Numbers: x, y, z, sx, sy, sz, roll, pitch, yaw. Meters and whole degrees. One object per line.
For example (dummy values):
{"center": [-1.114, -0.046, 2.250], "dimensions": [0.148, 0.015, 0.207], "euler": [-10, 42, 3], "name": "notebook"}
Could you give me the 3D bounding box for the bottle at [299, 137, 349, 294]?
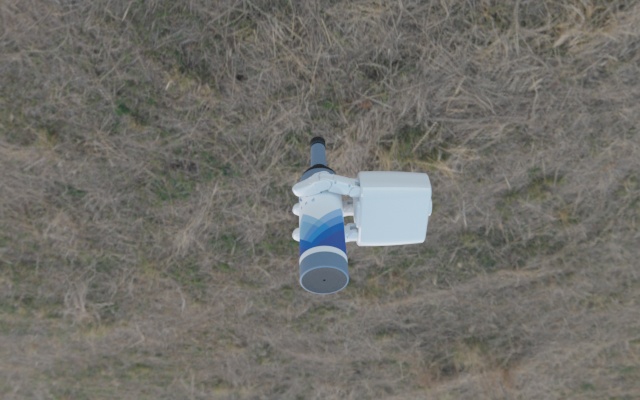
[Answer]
{"center": [0.000, 0.003, 0.744], "dimensions": [0.069, 0.295, 0.069], "euler": [-1, -44, -1], "name": "bottle"}
